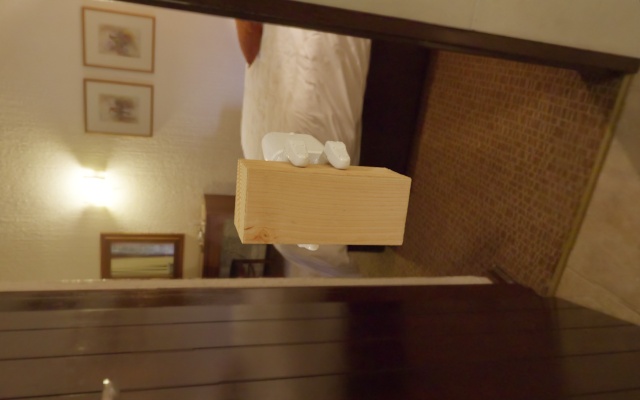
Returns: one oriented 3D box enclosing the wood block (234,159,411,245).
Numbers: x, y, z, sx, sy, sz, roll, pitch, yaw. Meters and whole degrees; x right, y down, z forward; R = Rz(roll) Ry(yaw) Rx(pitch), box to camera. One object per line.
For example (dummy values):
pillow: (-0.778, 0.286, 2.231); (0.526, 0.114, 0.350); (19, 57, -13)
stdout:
wood block: (0.000, 0.002, 0.615); (0.206, 0.091, 0.090); (2, 13, -17)
